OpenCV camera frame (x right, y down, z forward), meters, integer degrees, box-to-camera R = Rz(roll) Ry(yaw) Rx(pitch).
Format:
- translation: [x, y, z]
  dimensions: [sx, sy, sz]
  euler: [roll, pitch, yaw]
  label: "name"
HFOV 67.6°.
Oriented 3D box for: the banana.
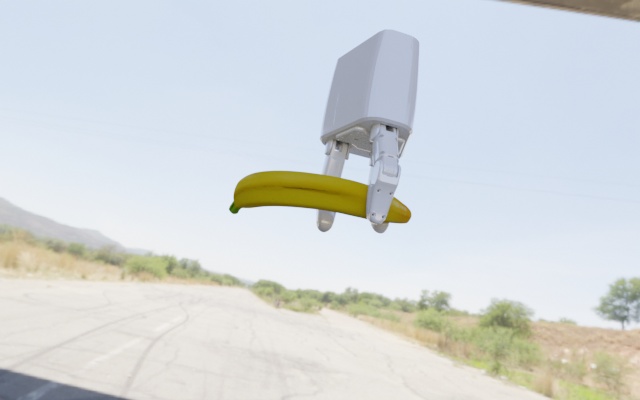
- translation: [-0.006, -0.004, 0.486]
  dimensions: [0.198, 0.037, 0.070]
  euler: [5, -17, 10]
  label: "banana"
